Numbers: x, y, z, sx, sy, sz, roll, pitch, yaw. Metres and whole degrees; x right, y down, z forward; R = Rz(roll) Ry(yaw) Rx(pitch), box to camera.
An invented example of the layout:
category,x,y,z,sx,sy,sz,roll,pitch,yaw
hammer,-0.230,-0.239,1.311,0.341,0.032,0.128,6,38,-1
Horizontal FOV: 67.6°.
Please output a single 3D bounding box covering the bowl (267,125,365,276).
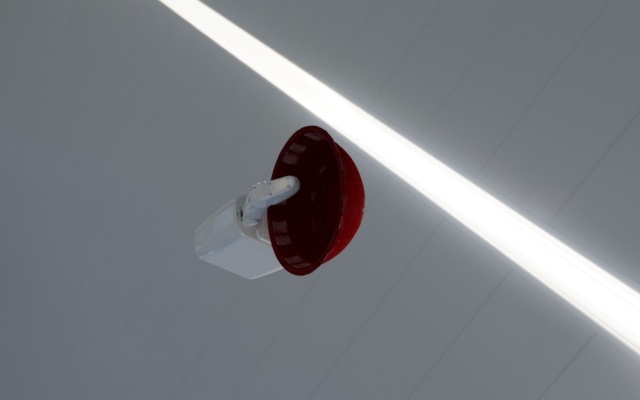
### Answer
category,x,y,z,sx,sy,sz,roll,pitch,yaw
bowl,0.001,0.002,0.524,0.055,0.162,0.162,6,-3,-31
